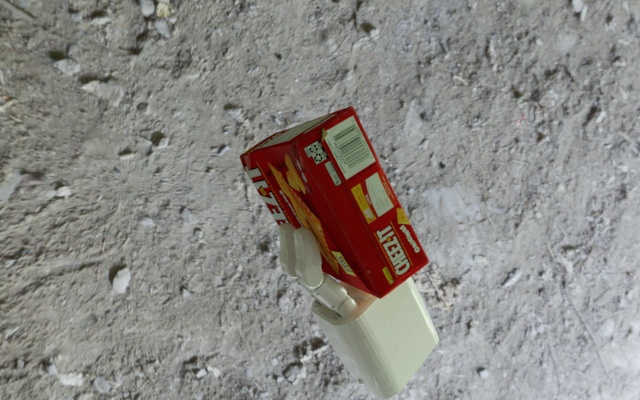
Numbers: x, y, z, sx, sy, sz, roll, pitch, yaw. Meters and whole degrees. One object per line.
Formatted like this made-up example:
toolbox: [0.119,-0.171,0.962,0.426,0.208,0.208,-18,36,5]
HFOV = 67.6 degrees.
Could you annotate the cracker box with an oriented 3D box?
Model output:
cracker box: [0.000,0.002,0.511,0.072,0.164,0.213,-33,13,-18]
